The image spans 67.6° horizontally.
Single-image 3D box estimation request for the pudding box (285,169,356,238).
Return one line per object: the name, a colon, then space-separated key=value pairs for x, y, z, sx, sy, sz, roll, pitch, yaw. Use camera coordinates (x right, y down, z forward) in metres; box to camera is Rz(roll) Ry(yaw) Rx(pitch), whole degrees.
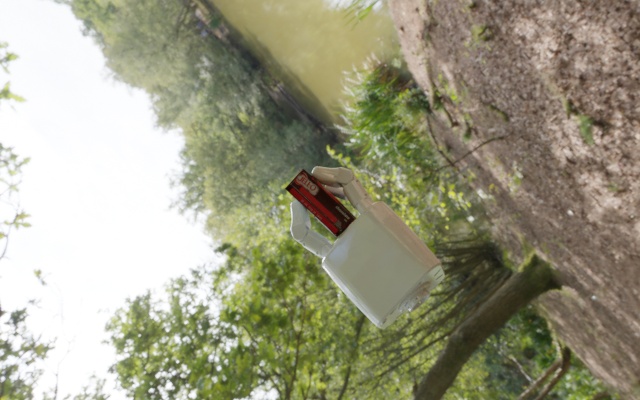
pudding box: x=0.000 y=0.002 z=0.630 sx=0.090 sy=0.039 sz=0.113 roll=44 pitch=-1 yaw=-1
